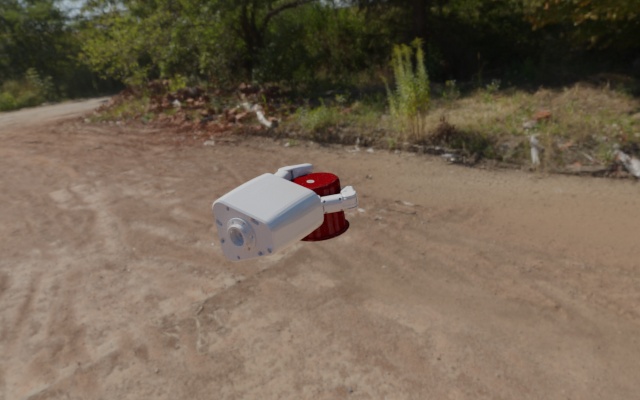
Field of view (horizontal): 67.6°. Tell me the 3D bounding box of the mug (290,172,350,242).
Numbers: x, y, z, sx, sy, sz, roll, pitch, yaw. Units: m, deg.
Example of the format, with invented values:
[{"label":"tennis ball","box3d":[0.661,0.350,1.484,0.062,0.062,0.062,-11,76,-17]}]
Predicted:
[{"label":"mug","box3d":[0.001,0.002,0.741,0.093,0.081,0.117,5,24,34]}]
